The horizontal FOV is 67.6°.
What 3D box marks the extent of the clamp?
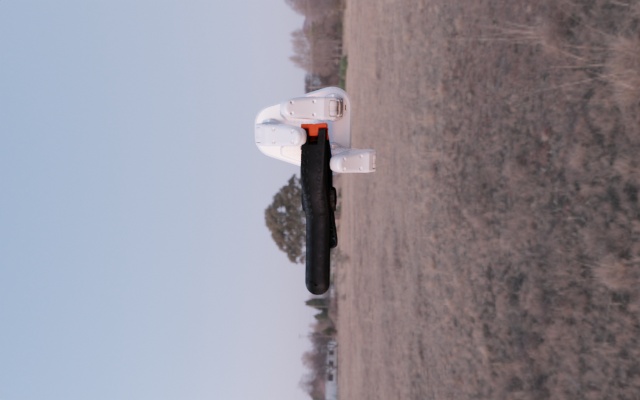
[{"bbox_3d":[-0.001,0.002,0.516,0.039,0.171,0.120,0,12,1],"label":"clamp"}]
